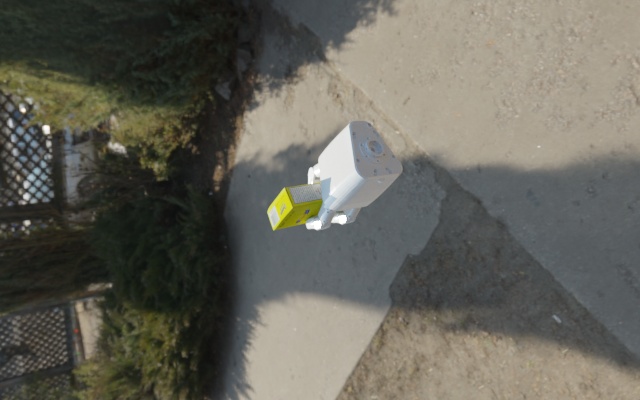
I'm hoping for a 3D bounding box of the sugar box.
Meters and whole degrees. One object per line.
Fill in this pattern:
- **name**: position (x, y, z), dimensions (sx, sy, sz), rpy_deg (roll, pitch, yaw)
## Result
- **sugar box**: position (0.000, 0.003, 0.866), dimensions (0.176, 0.048, 0.093), rpy_deg (-8, -23, -32)
